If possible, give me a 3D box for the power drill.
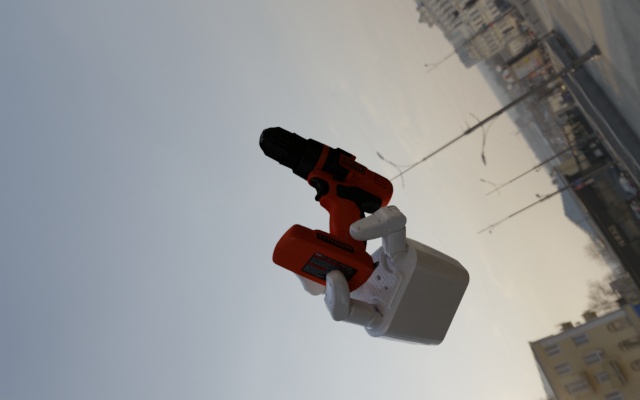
[{"bbox_3d":[0.000,0.002,0.552,0.184,0.187,0.057,24,-49,-11],"label":"power drill"}]
